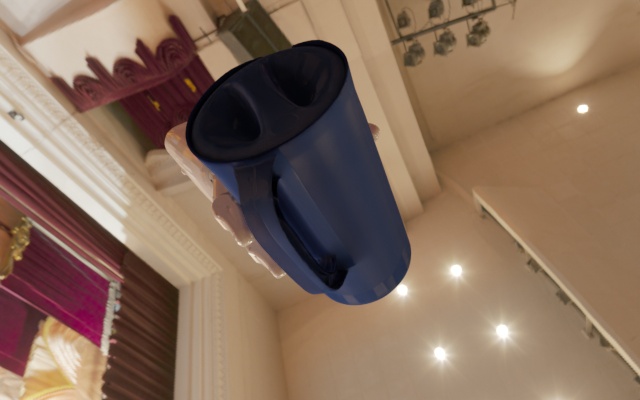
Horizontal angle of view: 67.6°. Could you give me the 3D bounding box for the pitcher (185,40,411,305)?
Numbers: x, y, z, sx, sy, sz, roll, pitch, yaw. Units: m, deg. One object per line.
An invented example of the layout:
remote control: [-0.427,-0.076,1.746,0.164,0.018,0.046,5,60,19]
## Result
pitcher: [0.000,0.001,0.423,0.145,0.149,0.243,29,-21,43]
